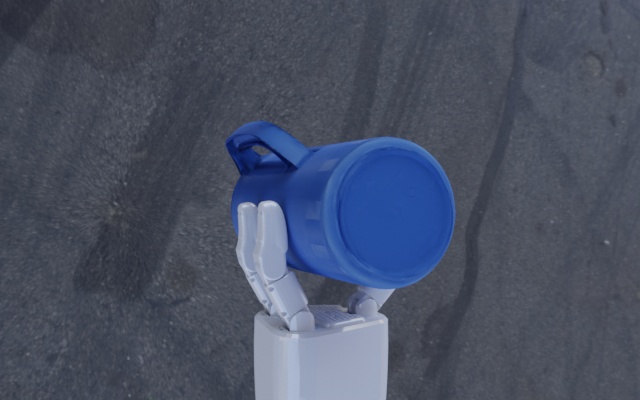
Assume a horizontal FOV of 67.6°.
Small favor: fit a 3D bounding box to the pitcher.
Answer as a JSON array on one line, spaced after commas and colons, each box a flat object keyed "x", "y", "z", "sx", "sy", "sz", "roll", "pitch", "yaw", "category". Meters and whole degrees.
[{"x": 0.000, "y": 0.002, "z": 0.435, "sx": 0.149, "sy": 0.145, "sz": 0.243, "roll": 3, "pitch": -1, "yaw": -22, "category": "pitcher"}]
